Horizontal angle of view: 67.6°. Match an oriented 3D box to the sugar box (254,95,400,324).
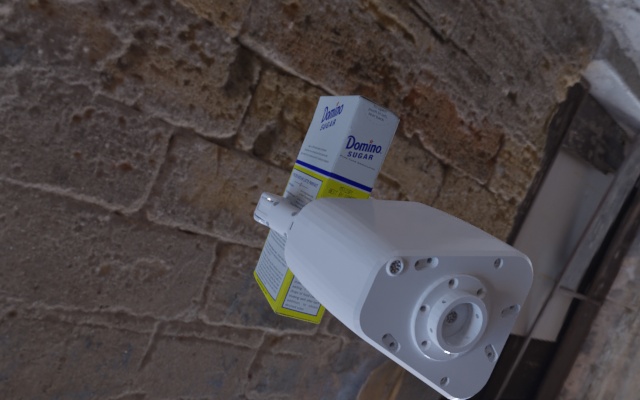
[{"bbox_3d":[0.001,0.002,0.402,0.048,0.176,0.093,22,4,-22],"label":"sugar box"}]
